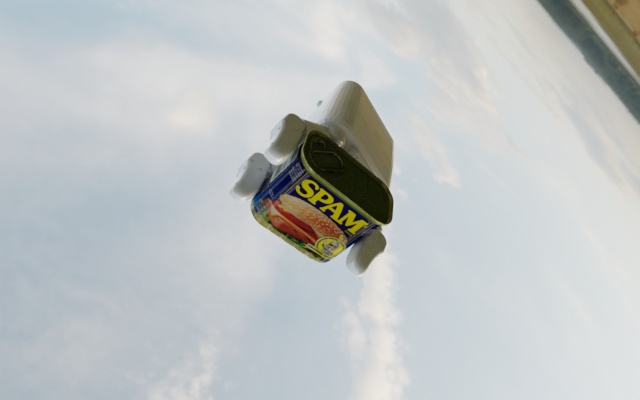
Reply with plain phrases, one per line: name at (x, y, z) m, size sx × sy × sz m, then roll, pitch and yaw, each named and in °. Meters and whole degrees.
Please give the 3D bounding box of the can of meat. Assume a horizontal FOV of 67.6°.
can of meat at (0.000, 0.002, 0.431) m, size 0.102 × 0.057 × 0.084 m, roll 37°, pitch -53°, yaw -19°
